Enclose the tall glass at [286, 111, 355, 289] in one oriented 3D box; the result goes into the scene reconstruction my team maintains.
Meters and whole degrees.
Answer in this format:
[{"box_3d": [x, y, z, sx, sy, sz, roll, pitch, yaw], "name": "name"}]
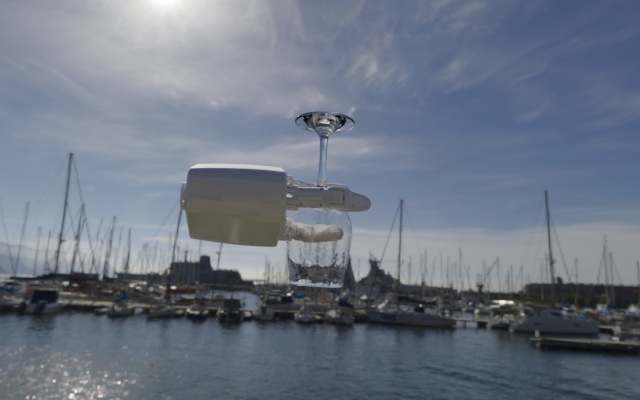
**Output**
[{"box_3d": [0.000, 0.001, 0.568, 0.079, 0.201, 0.079, 3, -10, 0], "name": "tall glass"}]
